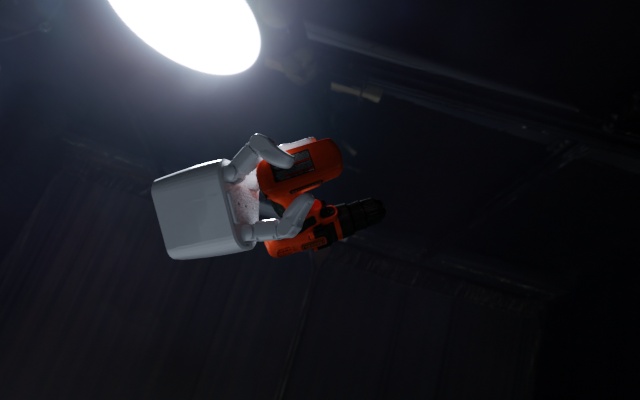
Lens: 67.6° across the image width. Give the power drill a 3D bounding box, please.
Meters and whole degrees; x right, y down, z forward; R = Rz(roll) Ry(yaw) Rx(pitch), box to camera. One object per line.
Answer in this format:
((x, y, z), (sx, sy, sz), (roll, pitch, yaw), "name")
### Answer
((0.000, 0.002, 0.643), (0.184, 0.057, 0.188), (-19, -35, -4), "power drill")
